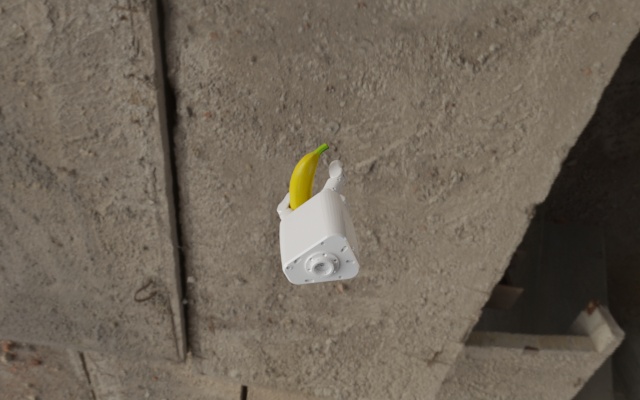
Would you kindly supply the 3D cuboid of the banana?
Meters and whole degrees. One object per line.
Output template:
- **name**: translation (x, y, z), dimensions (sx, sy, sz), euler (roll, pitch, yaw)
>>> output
- **banana**: translation (-0.018, 0.002, 0.807), dimensions (0.069, 0.198, 0.037), euler (-6, 32, -11)
